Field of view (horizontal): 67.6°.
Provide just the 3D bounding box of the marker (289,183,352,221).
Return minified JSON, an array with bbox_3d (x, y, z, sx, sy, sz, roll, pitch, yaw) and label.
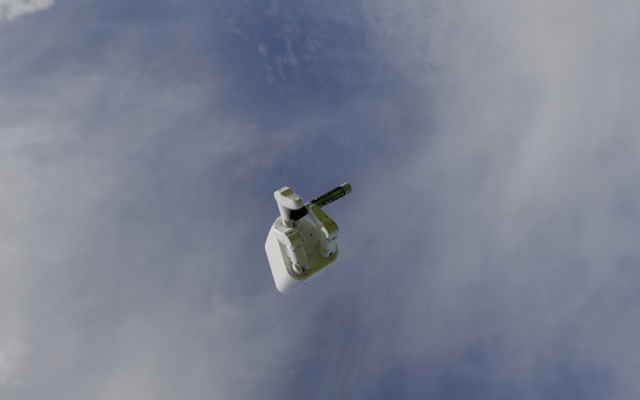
[{"bbox_3d":[0.000,0.003,0.779,0.121,0.020,0.020,-27,13,-27],"label":"marker"}]
